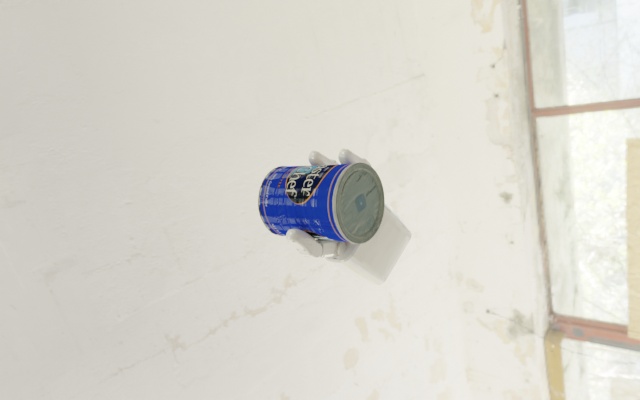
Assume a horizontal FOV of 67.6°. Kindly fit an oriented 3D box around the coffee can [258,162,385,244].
[{"bbox_3d":[0.000,0.002,0.645,0.140,0.103,0.103,2,1,41],"label":"coffee can"}]
